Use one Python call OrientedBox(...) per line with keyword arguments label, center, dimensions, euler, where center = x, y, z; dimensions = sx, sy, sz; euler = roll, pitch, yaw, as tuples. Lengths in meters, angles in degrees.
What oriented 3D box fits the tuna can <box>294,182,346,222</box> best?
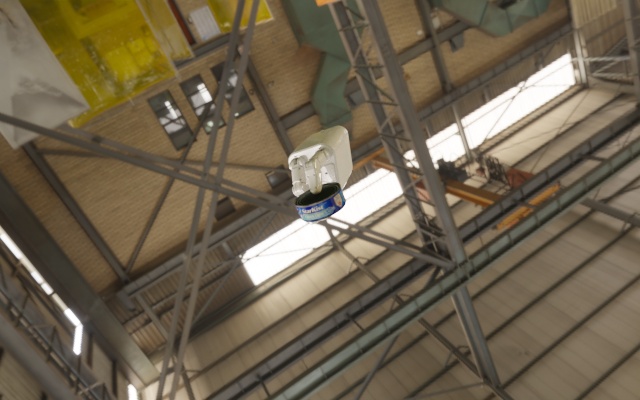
OrientedBox(label="tuna can", center=(0.000, 0.003, 0.821), dimensions=(0.086, 0.034, 0.086), euler=(-20, 19, 7))
